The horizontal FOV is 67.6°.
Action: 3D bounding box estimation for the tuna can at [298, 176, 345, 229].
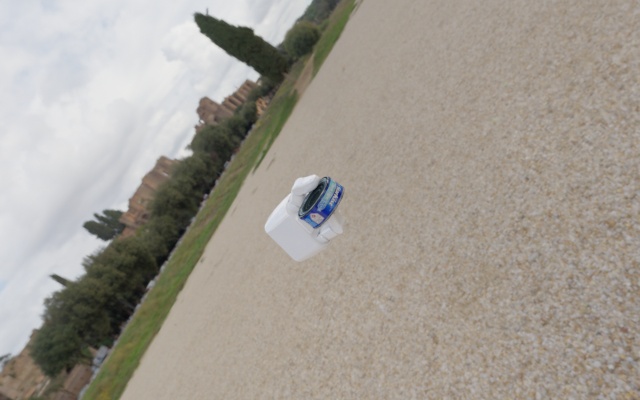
[{"bbox_3d":[0.000,0.002,0.788,0.034,0.086,0.086,35,-10,-14],"label":"tuna can"}]
